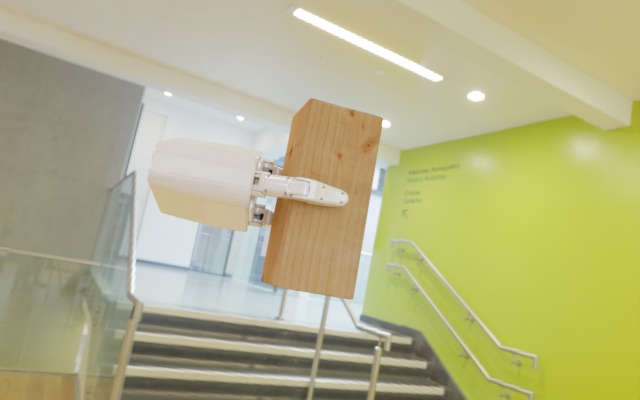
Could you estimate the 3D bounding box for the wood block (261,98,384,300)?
[{"bbox_3d":[0.000,0.002,0.554,0.090,0.206,0.091,12,-8,-16],"label":"wood block"}]
